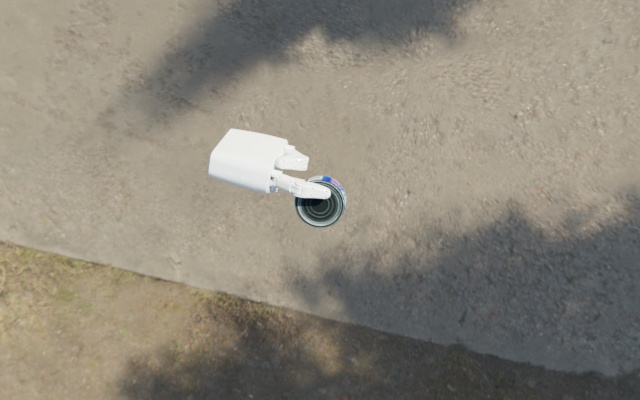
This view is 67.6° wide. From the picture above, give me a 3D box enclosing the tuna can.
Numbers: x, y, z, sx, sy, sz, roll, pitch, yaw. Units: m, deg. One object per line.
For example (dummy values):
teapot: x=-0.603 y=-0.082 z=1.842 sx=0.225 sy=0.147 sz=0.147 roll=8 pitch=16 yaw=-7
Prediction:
tuna can: x=0.000 y=0.003 z=0.800 sx=0.086 sy=0.086 sz=0.033 roll=0 pitch=17 yaw=7
